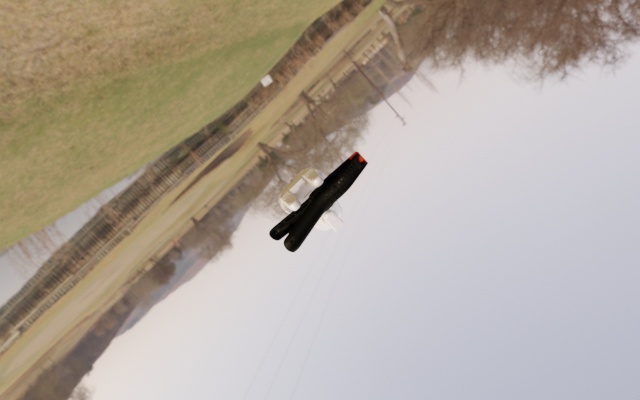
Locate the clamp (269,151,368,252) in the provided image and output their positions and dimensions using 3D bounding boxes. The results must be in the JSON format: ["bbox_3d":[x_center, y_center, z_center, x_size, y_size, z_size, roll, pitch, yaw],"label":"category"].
[{"bbox_3d":[0.001,0.003,0.781,0.210,0.036,0.164,-44,13,-2],"label":"clamp"}]
